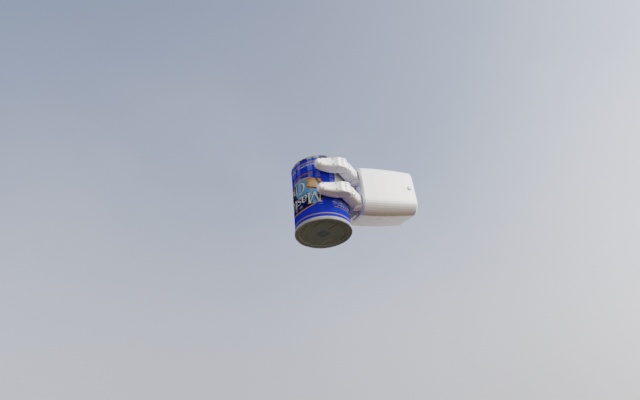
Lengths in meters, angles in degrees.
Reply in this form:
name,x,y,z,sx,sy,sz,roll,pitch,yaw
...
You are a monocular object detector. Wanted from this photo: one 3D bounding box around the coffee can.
name,x,y,z,sx,sy,sz,roll,pitch,yaw
coffee can,0.000,0.003,0.881,0.103,0.140,0.103,-4,-34,-3
